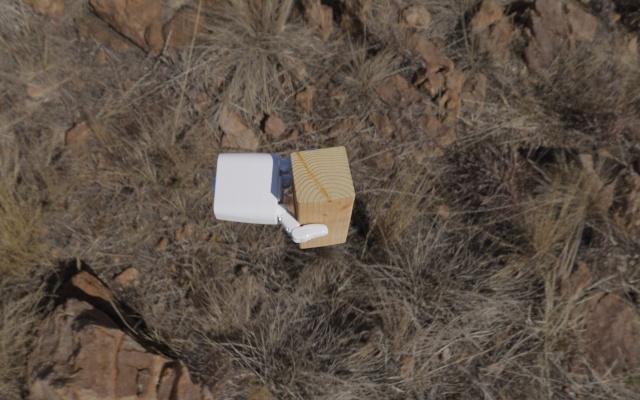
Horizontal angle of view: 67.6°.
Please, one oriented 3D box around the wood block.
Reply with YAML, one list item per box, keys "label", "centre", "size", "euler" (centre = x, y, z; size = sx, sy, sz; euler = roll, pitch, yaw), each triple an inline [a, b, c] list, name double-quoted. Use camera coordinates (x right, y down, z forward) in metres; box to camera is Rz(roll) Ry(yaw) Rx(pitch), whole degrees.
- label: "wood block"
  centre: [0.000, 0.003, 0.823]
  size: [0.090, 0.090, 0.206]
  euler: [-7, -24, -5]
